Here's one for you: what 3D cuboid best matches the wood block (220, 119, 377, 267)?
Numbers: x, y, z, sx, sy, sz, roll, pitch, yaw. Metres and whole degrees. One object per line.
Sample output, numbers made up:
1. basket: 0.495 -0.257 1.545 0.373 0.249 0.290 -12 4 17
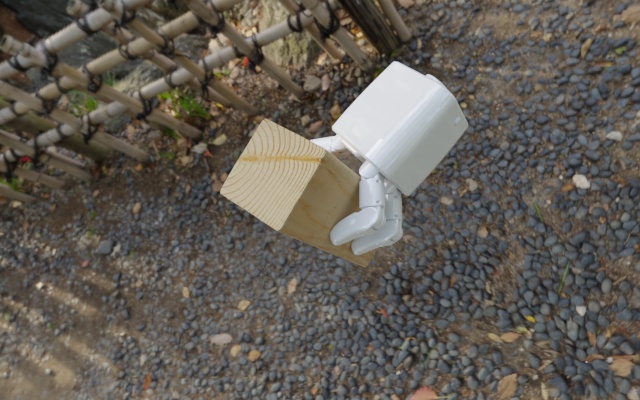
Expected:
1. wood block: 0.000 0.001 0.541 0.090 0.090 0.206 31 0 33
